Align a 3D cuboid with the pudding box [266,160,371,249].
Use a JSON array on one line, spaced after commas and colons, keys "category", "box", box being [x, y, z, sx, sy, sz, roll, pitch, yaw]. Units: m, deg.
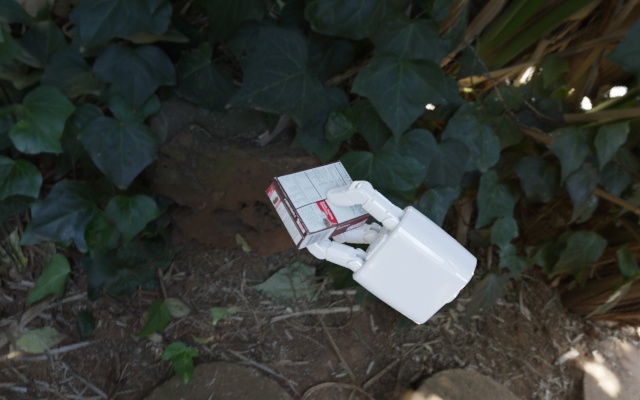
[{"category": "pudding box", "box": [0.000, 0.002, 0.617, 0.113, 0.090, 0.039, -16, -25, -37]}]
